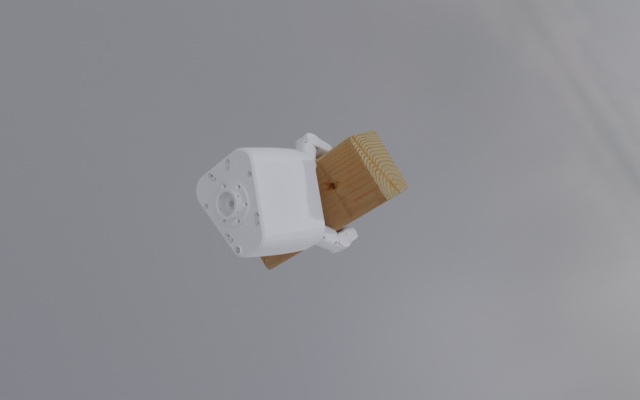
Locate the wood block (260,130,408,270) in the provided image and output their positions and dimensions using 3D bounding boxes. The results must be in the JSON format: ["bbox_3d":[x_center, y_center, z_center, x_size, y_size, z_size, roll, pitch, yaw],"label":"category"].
[{"bbox_3d":[0.000,0.002,0.646,0.206,0.091,0.090,-33,-4,30],"label":"wood block"}]
